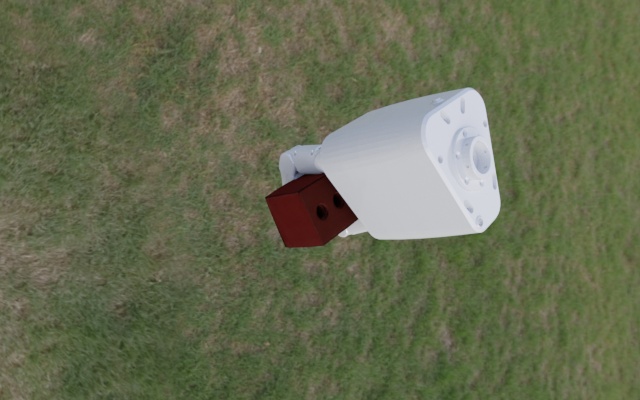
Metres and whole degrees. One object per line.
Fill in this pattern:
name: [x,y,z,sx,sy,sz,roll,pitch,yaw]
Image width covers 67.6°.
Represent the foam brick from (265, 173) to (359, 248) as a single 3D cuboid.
foam brick: [0.000,0.002,0.434,0.051,0.053,0.078,-6,22,49]
